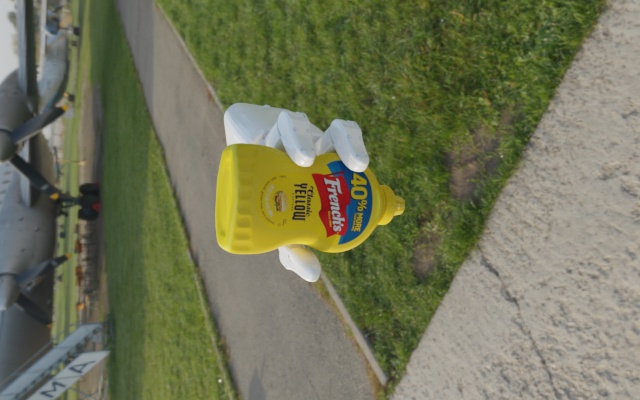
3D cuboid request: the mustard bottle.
[{"bbox_3d":[0.000,0.002,0.457,0.191,0.096,0.058,3,1,-29],"label":"mustard bottle"}]
